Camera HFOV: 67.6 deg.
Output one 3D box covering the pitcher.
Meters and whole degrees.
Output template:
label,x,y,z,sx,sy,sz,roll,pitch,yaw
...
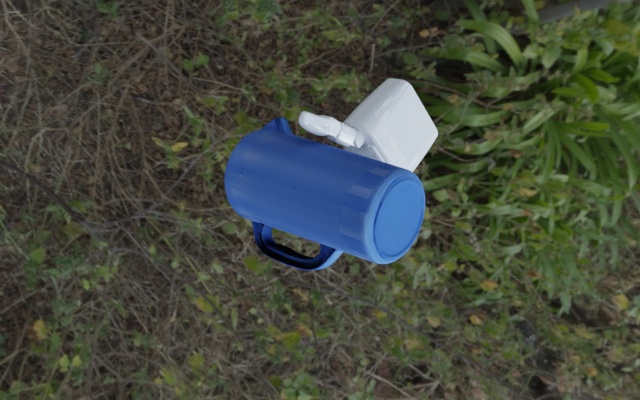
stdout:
label,x,y,z,sx,sy,sz,roll,pitch,yaw
pitcher,0.000,0.002,0.595,0.243,0.149,0.145,19,57,42
